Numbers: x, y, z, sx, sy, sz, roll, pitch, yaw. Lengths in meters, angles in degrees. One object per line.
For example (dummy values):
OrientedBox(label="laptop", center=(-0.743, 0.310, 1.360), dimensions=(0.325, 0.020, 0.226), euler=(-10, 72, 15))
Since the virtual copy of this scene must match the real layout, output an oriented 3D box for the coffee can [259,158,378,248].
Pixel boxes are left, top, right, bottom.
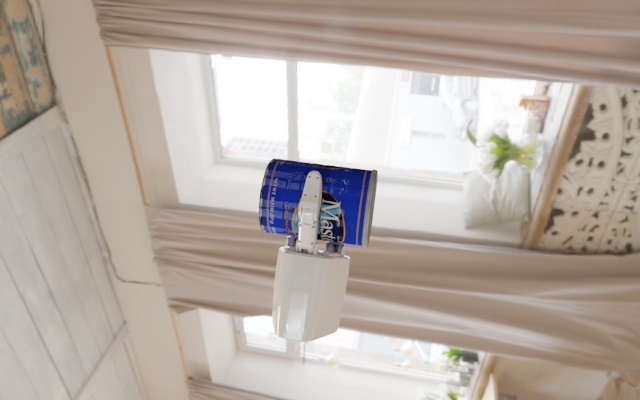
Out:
OrientedBox(label="coffee can", center=(0.000, 0.002, 0.635), dimensions=(0.140, 0.103, 0.103), euler=(7, 1, 8))
